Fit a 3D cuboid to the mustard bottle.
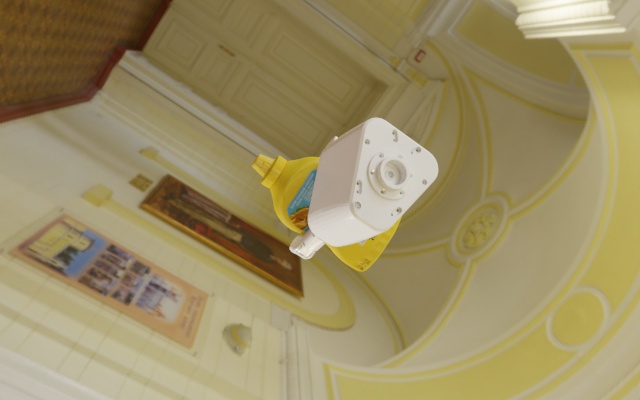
[{"bbox_3d":[0.000,0.002,0.595,0.191,0.096,0.058,33,3,-12],"label":"mustard bottle"}]
